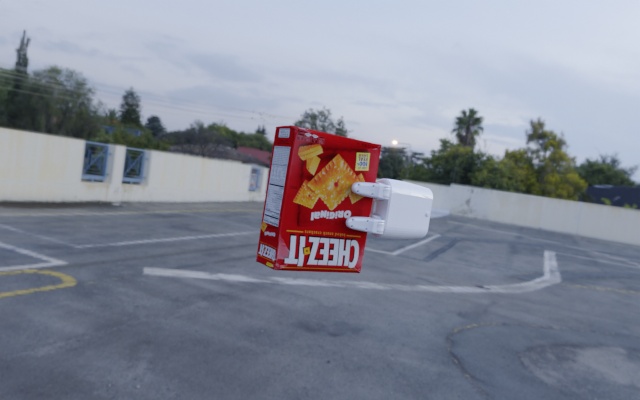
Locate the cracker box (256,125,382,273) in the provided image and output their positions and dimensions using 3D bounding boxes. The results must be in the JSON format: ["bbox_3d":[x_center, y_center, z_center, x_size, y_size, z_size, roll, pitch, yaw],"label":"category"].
[{"bbox_3d":[0.000,0.002,0.750,0.164,0.213,0.072,7,3,-32],"label":"cracker box"}]
